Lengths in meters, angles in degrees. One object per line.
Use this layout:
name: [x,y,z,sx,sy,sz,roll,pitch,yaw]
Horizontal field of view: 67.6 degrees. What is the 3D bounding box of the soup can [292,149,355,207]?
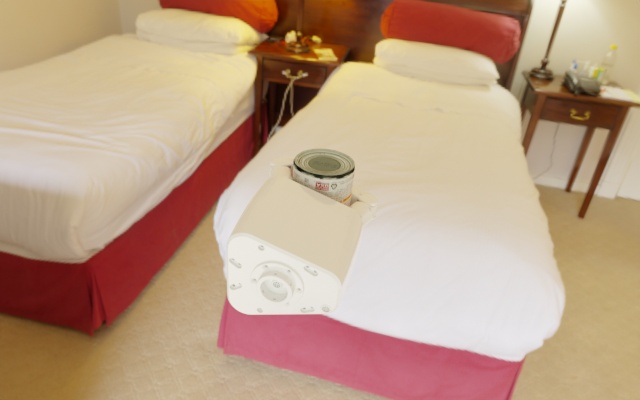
soup can: [0.000,0.001,0.533,0.068,0.102,0.068,4,30,-2]
